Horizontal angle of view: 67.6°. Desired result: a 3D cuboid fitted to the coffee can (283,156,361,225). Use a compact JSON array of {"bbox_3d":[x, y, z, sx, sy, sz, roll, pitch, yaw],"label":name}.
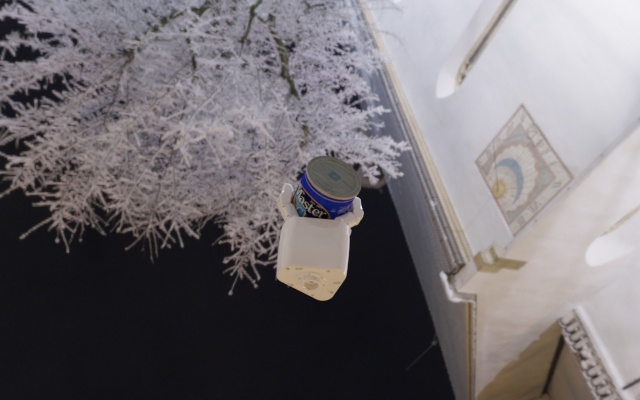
[{"bbox_3d":[0.000,0.003,0.879,0.103,0.102,0.140,0,-42,-28],"label":"coffee can"}]
